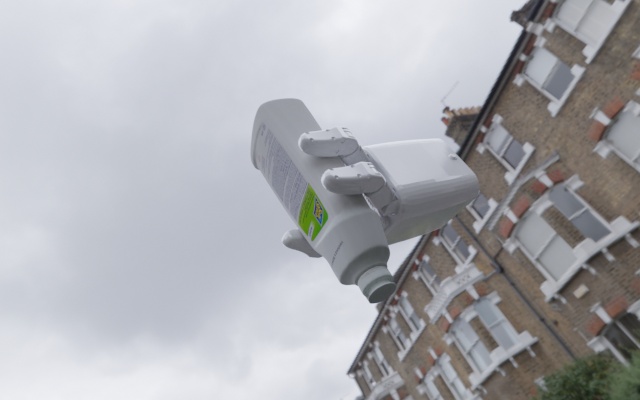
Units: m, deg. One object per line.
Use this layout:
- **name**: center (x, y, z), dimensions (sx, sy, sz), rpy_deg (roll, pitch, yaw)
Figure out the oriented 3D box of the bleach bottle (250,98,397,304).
- **bleach bottle**: center (0.000, 0.002, 0.494), dimensions (0.068, 0.103, 0.250), rpy_deg (-12, 49, -24)
